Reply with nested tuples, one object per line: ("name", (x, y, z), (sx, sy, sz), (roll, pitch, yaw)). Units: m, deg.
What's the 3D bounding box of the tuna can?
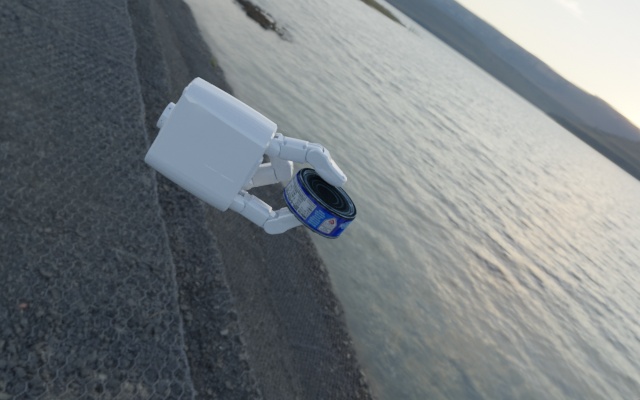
("tuna can", (0.000, 0.001, 0.551), (0.086, 0.034, 0.086), (34, 23, -16))
